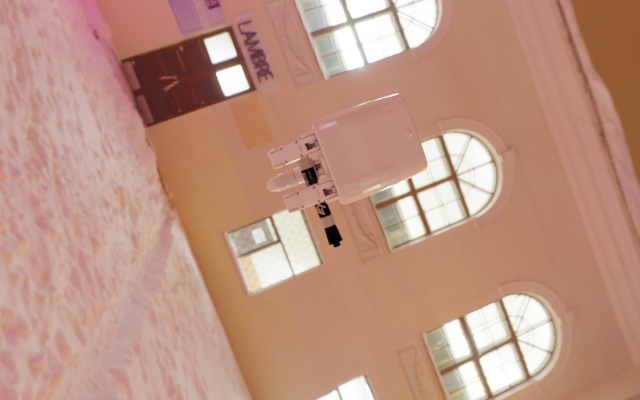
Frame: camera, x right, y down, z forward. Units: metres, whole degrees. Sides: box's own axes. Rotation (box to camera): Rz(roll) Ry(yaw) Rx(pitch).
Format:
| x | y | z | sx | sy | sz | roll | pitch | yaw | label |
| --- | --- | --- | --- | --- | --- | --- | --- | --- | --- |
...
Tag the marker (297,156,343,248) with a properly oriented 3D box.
| x | y | z | sx | sy | sz | roll | pitch | yaw | label |
| --- | --- | --- | --- | --- | --- | --- | --- | --- | --- |
| 0.000 | 0.002 | 0.599 | 0.020 | 0.121 | 0.020 | -21 | 5 | 2 | marker |
